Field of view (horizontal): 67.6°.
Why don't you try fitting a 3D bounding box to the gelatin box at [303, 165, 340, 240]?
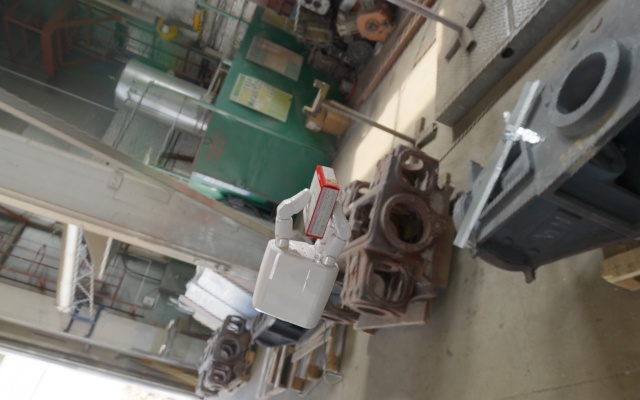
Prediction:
[{"bbox_3d":[0.000,0.002,0.719,0.030,0.089,0.073,12,25,-12],"label":"gelatin box"}]
